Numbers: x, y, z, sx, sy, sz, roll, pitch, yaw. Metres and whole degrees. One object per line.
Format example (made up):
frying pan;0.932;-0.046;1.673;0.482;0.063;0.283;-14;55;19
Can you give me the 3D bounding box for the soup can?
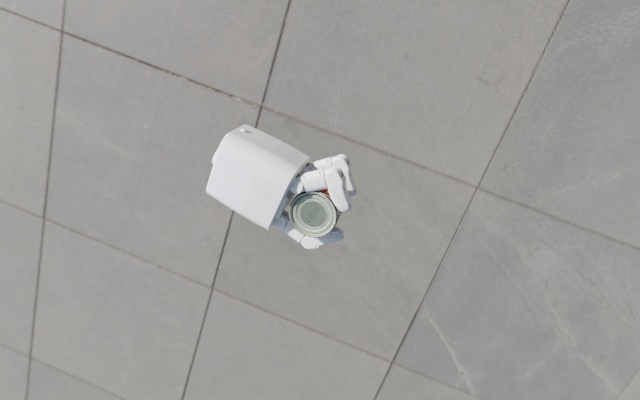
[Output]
soup can;0.000;0.003;0.670;0.068;0.068;0.102;0;19;13
